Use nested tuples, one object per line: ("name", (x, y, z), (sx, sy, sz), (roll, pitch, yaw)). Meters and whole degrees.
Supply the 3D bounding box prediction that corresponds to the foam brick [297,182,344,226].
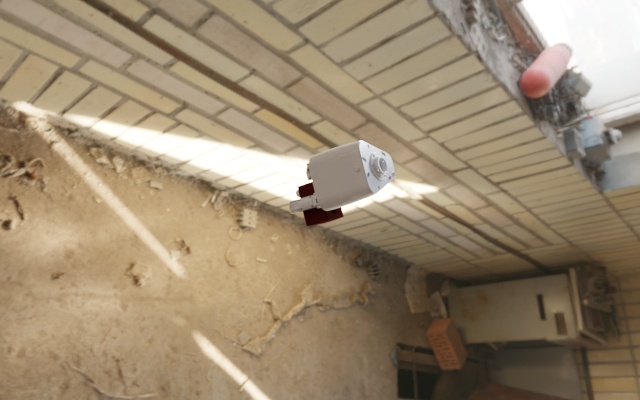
("foam brick", (0.000, 0.003, 0.874), (0.051, 0.078, 0.053), (-16, -4, 36))
